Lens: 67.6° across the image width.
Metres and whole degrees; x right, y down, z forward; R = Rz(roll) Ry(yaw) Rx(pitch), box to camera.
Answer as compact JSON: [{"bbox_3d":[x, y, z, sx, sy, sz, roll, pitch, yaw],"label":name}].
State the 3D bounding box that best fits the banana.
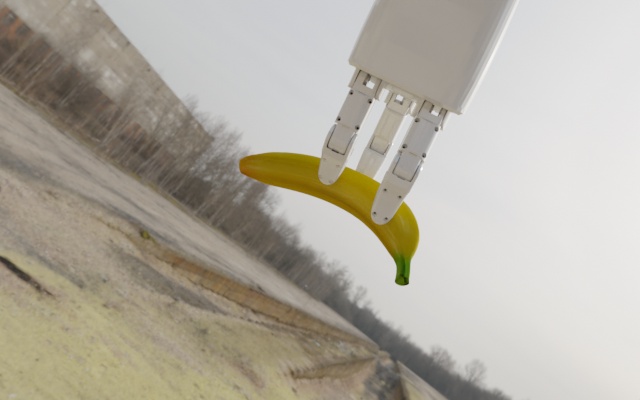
[{"bbox_3d":[0.015,-0.004,0.426,0.197,0.037,0.069,33,43,28],"label":"banana"}]
